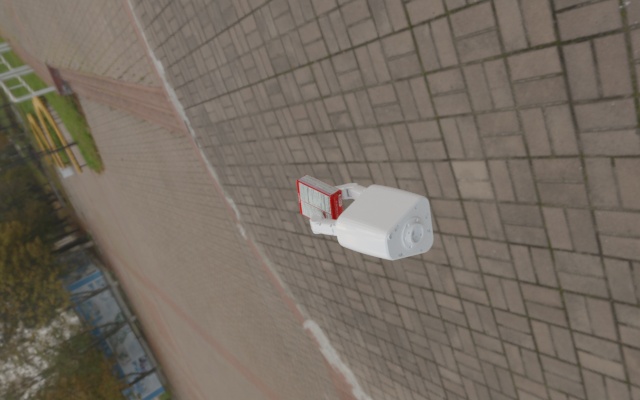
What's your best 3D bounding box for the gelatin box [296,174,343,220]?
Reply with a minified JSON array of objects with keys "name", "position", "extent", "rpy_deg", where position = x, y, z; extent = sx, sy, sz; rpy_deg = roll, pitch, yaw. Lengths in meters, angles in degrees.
[{"name":"gelatin box","position":[0.000,0.003,0.840],"extent":[0.089,0.073,0.030],"rpy_deg":[25,45,38]}]
